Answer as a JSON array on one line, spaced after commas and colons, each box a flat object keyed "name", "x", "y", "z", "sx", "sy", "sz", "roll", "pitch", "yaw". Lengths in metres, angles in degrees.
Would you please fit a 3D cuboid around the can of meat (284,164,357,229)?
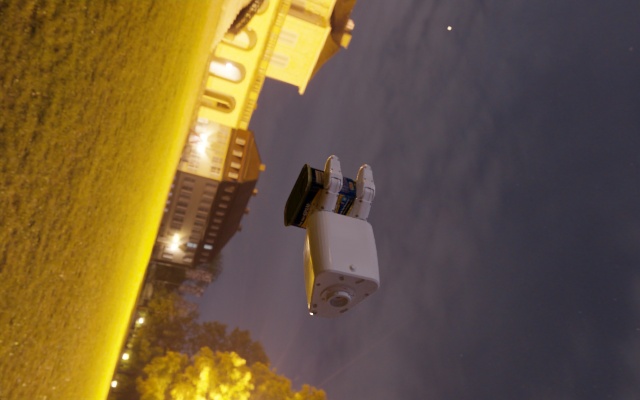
[{"name": "can of meat", "x": 0.000, "y": 0.003, "z": 0.737, "sx": 0.084, "sy": 0.102, "sz": 0.057, "roll": 15, "pitch": 36, "yaw": -18}]
